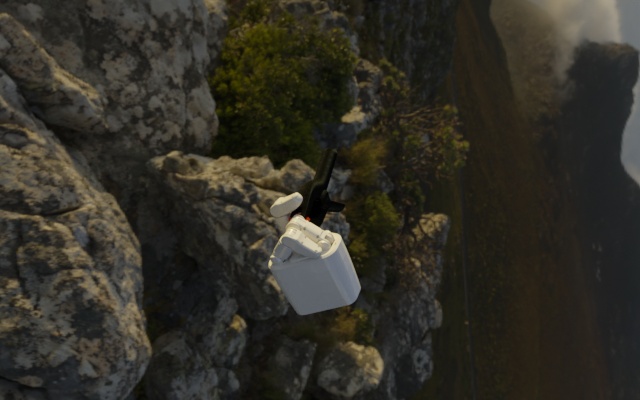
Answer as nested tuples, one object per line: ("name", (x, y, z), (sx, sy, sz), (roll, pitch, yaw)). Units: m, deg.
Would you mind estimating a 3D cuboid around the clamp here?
("clamp", (0.001, 0.003, 0.794), (0.039, 0.120, 0.171), (-1, 35, 31))
